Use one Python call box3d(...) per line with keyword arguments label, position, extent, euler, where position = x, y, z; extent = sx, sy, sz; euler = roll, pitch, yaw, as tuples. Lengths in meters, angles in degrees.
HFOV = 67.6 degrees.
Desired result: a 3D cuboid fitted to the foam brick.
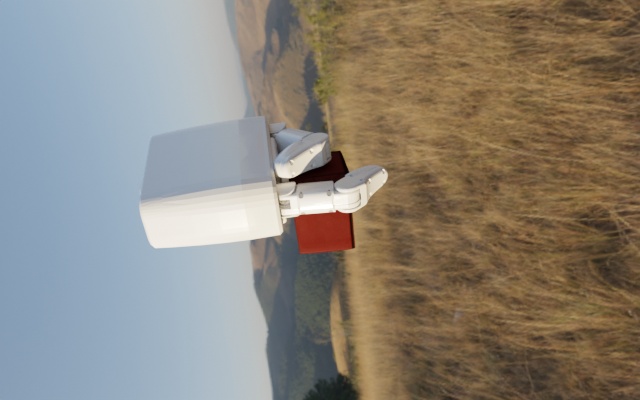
box3d(label="foam brick", position=(0.000, 0.002, 0.433), extent=(0.051, 0.078, 0.053), euler=(-8, 28, -3))
